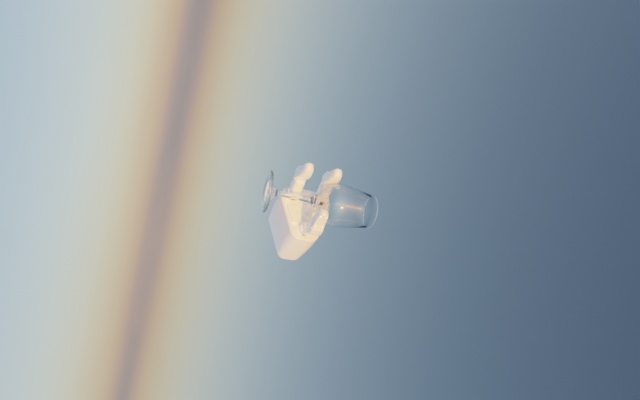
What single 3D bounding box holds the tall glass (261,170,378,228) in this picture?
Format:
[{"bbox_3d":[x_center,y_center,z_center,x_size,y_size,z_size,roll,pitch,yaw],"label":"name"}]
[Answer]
[{"bbox_3d":[0.000,0.003,0.854,0.201,0.079,0.079,11,-4,-18],"label":"tall glass"}]
